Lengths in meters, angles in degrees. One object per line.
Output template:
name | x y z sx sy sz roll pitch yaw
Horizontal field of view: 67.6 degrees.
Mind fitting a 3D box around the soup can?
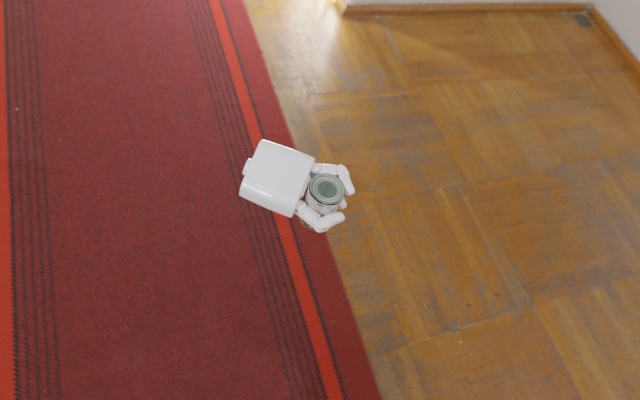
soup can | 0.001 0.003 0.890 0.068 0.068 0.102 0 -30 -16
